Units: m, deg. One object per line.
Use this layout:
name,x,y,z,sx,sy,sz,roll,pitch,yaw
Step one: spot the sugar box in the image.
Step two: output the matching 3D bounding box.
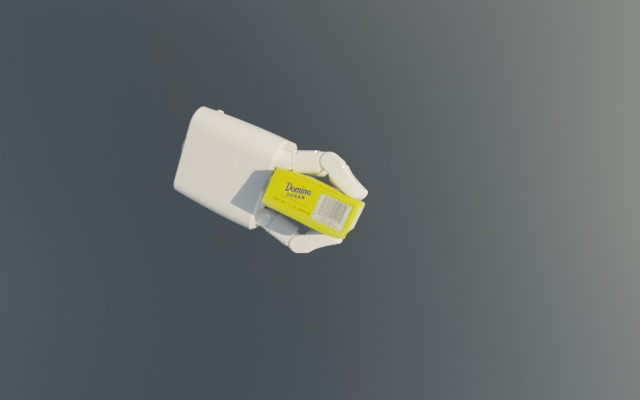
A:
sugar box,0.000,0.001,0.557,0.093,0.048,0.176,26,6,6
